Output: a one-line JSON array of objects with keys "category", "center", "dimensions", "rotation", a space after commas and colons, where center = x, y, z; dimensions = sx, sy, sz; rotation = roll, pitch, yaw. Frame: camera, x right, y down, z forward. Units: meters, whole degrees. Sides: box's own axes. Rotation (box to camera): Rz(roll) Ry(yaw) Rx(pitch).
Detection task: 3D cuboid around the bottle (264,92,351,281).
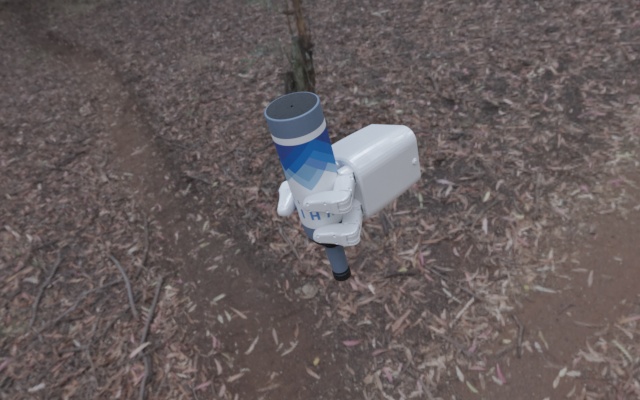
[{"category": "bottle", "center": [0.000, 0.002, 0.642], "dimensions": [0.069, 0.296, 0.069], "rotation": [-10, 38, 8]}]
